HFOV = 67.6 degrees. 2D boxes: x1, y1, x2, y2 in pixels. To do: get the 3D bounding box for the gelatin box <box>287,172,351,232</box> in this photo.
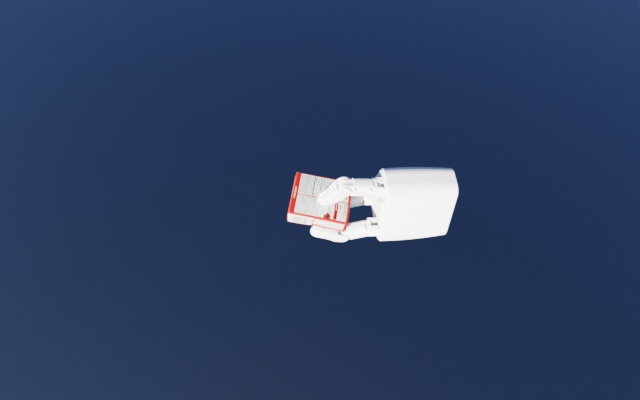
[{"bbox_3d":[0.000,0.002,0.712,0.089,0.073,0.030,11,-30,-3],"label":"gelatin box"}]
